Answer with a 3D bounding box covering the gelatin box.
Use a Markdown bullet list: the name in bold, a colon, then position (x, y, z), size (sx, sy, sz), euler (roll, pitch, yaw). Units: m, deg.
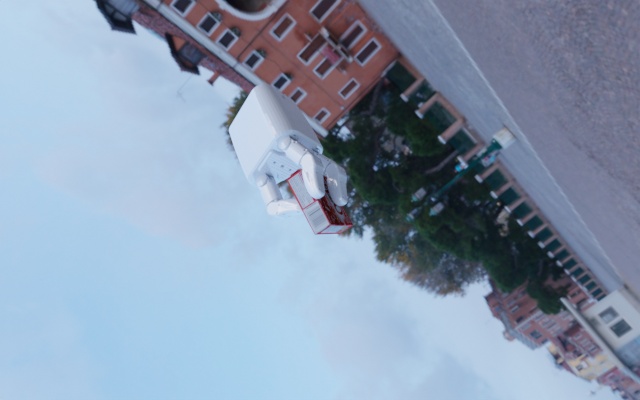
- **gelatin box**: position (0.000, 0.003, 0.649), size (0.030, 0.089, 0.073), euler (-34, -18, 21)
